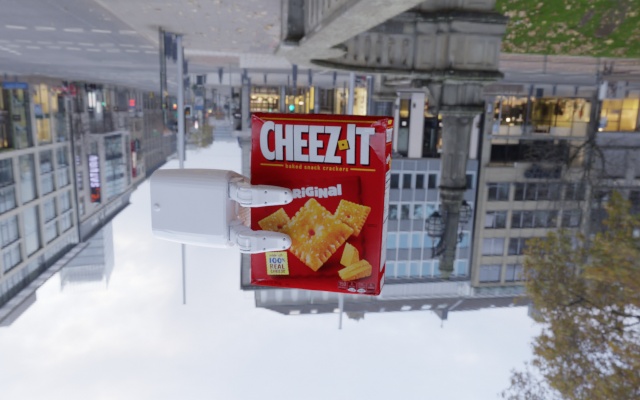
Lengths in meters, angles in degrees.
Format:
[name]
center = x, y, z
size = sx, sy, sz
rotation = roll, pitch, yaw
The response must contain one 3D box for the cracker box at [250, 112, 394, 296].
[cracker box]
center = 0.000, 0.002, 0.585
size = 0.164, 0.214, 0.072
rotation = 4, 11, 12
